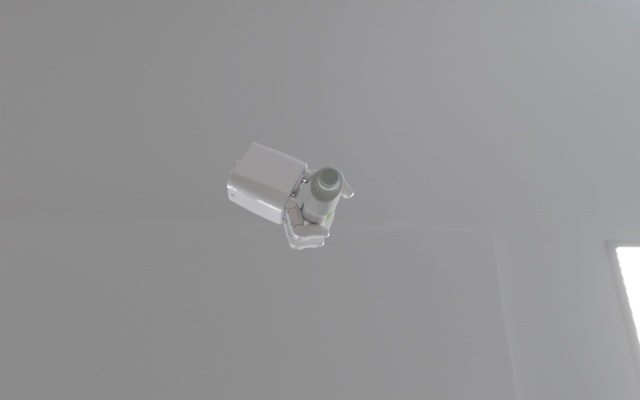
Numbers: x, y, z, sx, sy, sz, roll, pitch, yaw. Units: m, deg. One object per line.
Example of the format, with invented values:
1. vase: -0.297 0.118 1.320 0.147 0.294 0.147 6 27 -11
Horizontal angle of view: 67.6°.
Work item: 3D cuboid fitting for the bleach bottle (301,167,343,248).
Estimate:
1. bleach bottle: 0.000 0.003 0.828 0.068 0.102 0.251 24 -23 2
